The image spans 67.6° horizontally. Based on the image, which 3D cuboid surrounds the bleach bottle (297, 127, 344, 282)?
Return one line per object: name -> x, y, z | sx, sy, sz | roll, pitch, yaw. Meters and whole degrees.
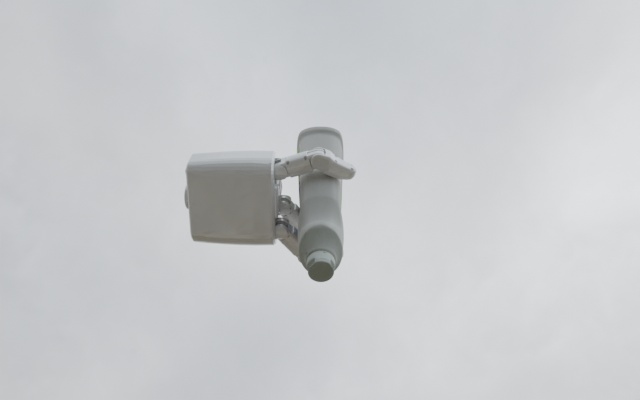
bleach bottle -> 0.000, 0.002, 0.606 | 0.068, 0.103, 0.250 | -1, 32, 1
